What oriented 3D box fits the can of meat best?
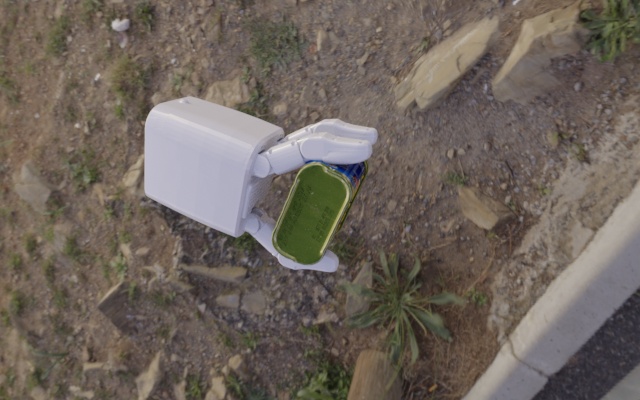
[{"bbox_3d":[0.000,0.002,0.453,0.057,0.102,0.084,26,23,4],"label":"can of meat"}]
